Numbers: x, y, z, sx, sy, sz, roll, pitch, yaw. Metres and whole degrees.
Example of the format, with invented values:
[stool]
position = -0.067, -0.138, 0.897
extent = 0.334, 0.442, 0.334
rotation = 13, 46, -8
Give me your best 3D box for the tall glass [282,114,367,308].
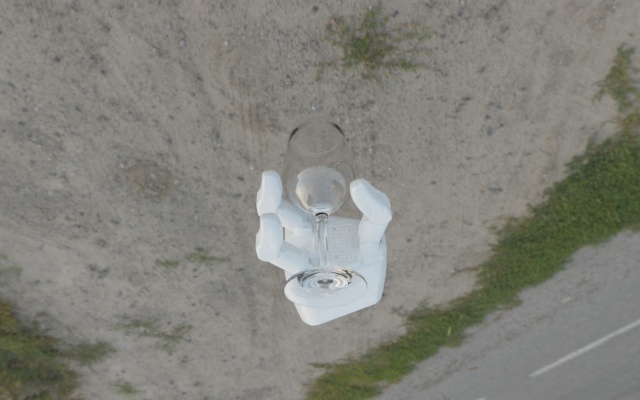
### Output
[tall glass]
position = 0.000, 0.002, 0.483
extent = 0.079, 0.200, 0.079
rotation = -2, -39, -2
